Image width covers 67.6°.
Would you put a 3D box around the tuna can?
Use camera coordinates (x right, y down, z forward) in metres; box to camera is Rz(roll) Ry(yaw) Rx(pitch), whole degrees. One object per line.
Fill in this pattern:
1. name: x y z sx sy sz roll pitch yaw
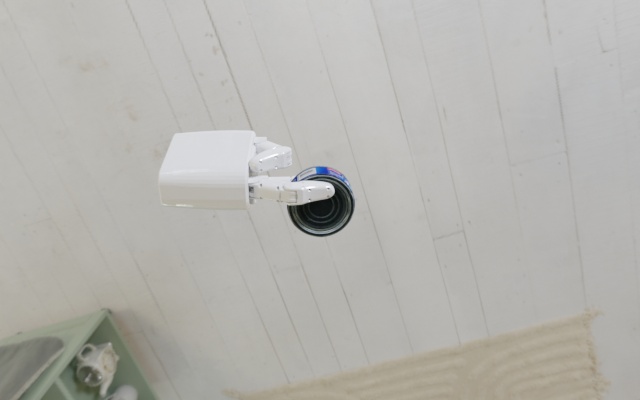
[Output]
1. tuna can: 0.000 0.002 0.599 0.086 0.086 0.033 0 21 -4
